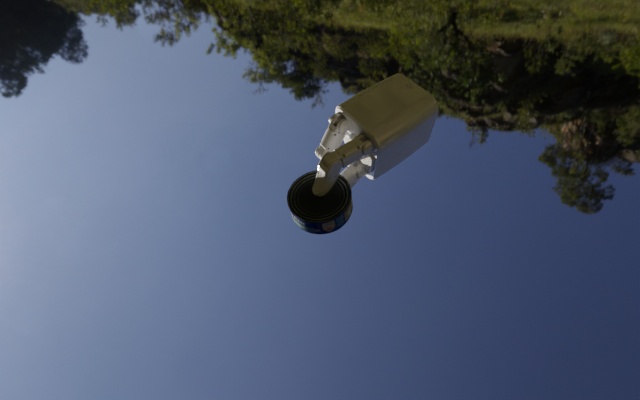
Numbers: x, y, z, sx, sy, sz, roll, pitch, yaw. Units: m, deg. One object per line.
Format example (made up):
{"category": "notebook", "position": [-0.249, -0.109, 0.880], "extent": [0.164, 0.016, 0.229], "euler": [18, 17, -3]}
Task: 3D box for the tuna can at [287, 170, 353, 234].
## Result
{"category": "tuna can", "position": [0.000, 0.002, 0.637], "extent": [0.086, 0.086, 0.034], "euler": [0, -36, 9]}
